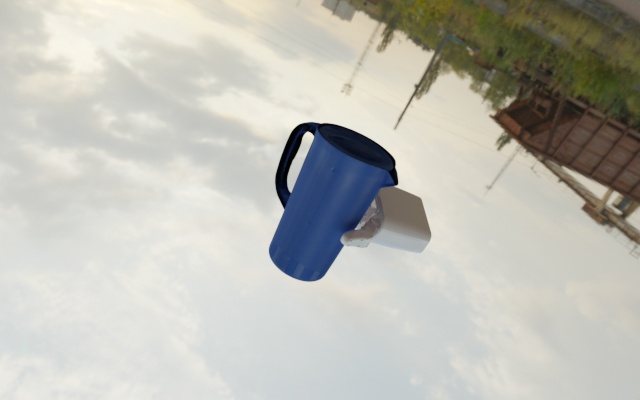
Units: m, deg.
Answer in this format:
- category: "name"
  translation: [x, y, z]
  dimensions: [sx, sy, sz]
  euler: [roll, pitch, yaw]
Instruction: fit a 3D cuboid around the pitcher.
- category: "pitcher"
  translation: [0.000, 0.003, 0.766]
  dimensions: [0.145, 0.243, 0.149]
  euler: [15, 27, -25]
